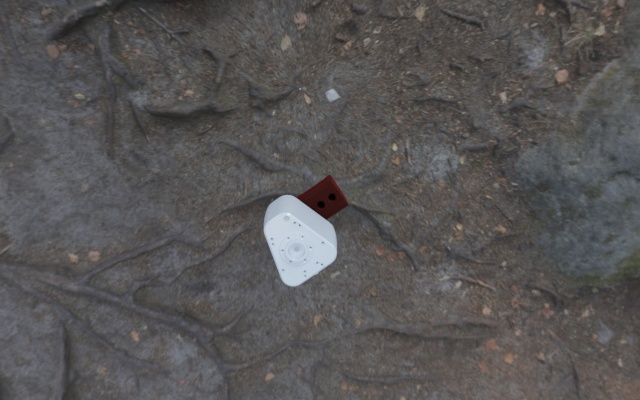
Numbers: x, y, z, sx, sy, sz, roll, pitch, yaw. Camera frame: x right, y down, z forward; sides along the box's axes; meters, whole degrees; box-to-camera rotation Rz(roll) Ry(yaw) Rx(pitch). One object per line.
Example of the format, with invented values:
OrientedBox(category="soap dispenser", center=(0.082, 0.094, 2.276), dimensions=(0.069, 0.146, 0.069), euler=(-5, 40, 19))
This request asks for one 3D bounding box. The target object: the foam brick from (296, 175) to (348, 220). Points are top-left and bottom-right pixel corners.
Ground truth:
OrientedBox(category="foam brick", center=(0.000, 0.002, 0.799), dimensions=(0.078, 0.053, 0.051), euler=(-35, 12, 6))
